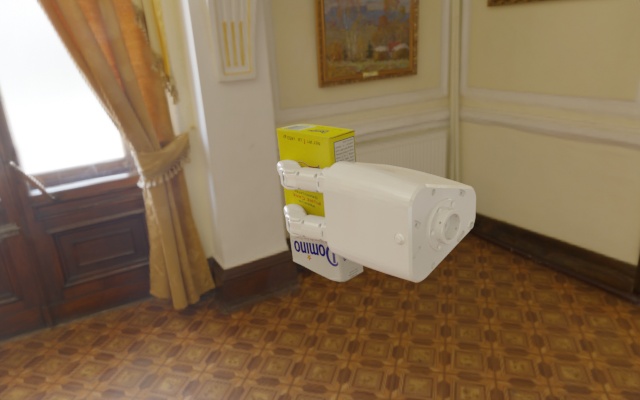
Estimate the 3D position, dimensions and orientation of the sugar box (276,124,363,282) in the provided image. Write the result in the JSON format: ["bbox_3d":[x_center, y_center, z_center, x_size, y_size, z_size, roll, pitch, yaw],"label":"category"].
[{"bbox_3d":[0.000,0.002,0.562,0.048,0.176,0.093,-20,25,-38],"label":"sugar box"}]
